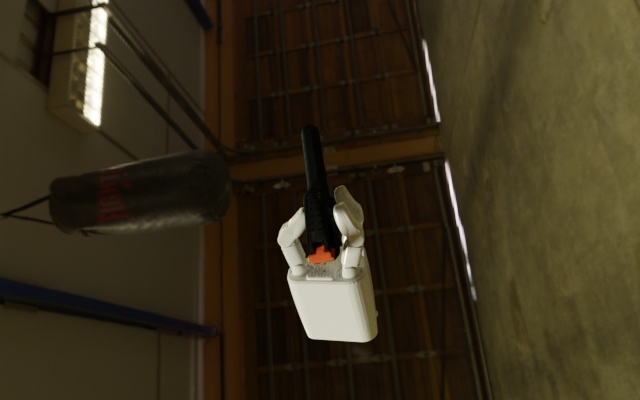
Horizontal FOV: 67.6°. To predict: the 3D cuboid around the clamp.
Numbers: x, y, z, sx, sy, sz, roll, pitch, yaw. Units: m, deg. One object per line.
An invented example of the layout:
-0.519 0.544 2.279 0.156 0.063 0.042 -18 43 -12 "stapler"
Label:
-0.001 0.003 0.619 0.036 0.165 0.210 -13 24 10 "clamp"
